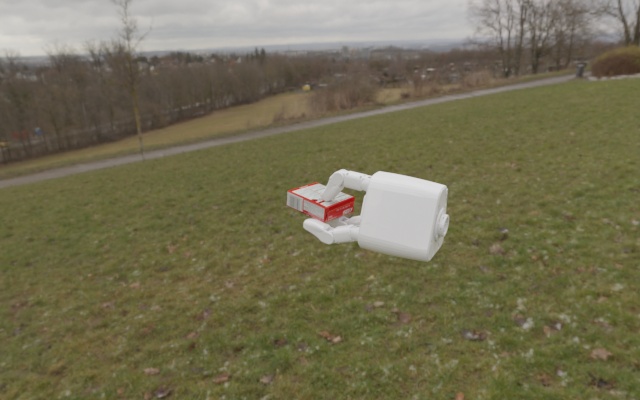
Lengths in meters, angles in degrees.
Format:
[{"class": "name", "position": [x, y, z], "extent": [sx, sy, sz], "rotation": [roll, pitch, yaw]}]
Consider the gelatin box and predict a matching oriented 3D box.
[{"class": "gelatin box", "position": [0.000, 0.002, 0.789], "extent": [0.089, 0.030, 0.073], "rotation": [23, 28, 36]}]
